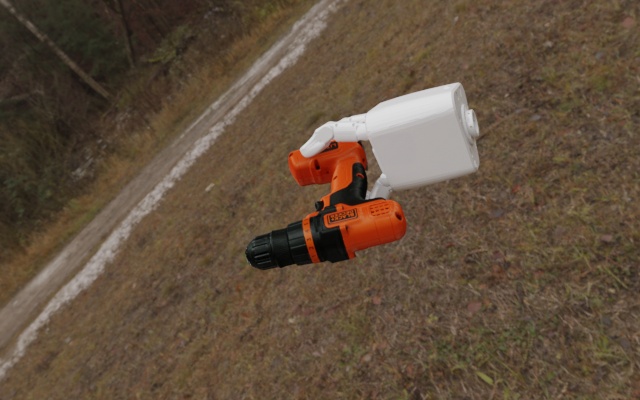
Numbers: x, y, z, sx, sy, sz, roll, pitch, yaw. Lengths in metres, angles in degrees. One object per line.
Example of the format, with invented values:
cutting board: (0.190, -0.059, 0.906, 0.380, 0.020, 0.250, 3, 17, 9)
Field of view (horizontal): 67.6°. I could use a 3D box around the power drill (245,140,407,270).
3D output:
power drill: (0.000, 0.002, 0.590, 0.184, 0.057, 0.187, -13, 38, 5)
